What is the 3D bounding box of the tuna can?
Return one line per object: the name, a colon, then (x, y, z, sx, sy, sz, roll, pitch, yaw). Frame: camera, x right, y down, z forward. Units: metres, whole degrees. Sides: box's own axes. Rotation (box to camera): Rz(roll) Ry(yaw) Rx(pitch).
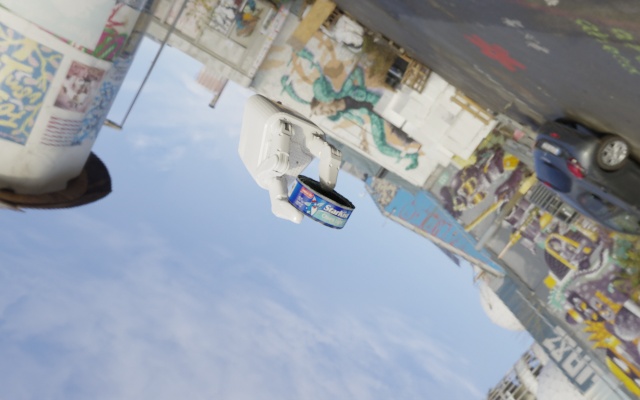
tuna can: (0.000, 0.003, 0.616, 0.086, 0.034, 0.086, 28, 10, -6)
